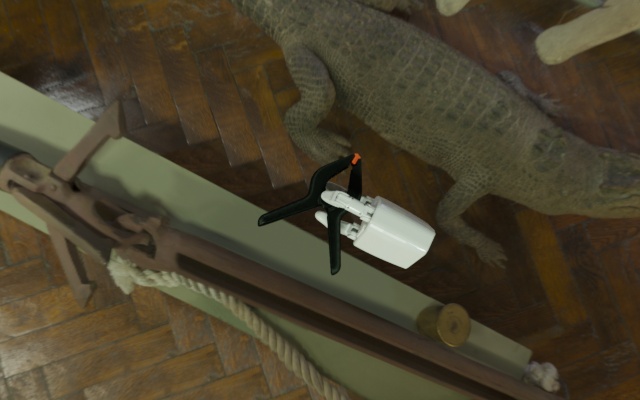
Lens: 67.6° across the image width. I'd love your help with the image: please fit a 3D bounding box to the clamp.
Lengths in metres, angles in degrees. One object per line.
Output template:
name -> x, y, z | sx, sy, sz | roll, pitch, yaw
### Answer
clamp -> 0.001, 0.002, 0.836 | 0.164, 0.210, 0.036 | 27, -10, -1
